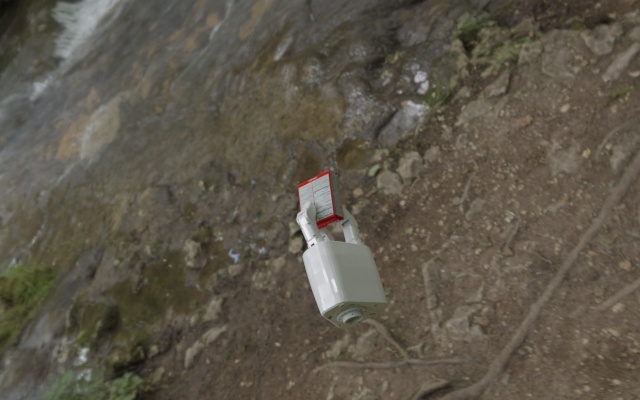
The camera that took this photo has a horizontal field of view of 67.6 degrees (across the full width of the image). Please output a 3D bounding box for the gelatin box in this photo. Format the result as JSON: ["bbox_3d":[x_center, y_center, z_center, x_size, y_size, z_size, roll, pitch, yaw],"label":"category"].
[{"bbox_3d":[0.000,0.002,0.821,0.073,0.089,0.030,-25,-30,34],"label":"gelatin box"}]
